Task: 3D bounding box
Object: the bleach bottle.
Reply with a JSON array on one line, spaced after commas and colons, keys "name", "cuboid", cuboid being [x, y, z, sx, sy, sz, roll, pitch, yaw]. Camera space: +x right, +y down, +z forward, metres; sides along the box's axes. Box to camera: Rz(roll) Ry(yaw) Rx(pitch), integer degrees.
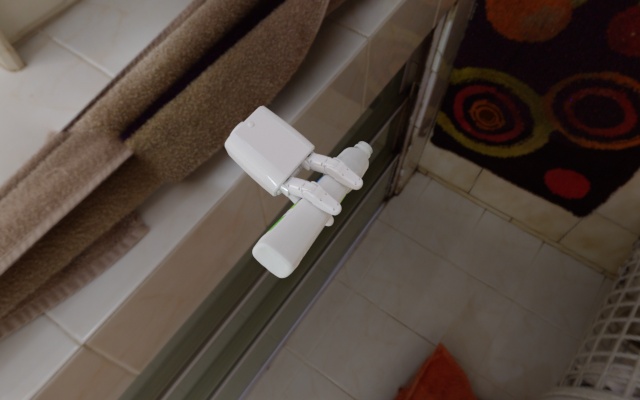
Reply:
[{"name": "bleach bottle", "cuboid": [0.000, 0.002, 0.753, 0.068, 0.250, 0.102, 40, -25, -1]}]
